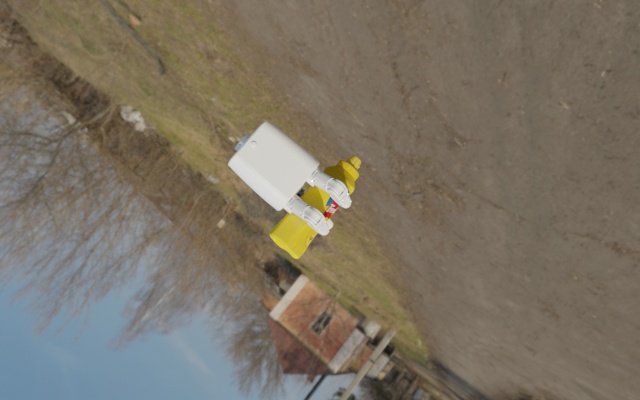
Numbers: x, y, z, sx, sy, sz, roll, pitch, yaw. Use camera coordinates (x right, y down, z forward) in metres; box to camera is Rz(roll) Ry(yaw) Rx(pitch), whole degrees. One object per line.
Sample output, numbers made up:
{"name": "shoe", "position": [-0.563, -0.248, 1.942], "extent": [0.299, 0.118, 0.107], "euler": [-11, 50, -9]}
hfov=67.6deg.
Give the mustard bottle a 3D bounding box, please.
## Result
{"name": "mustard bottle", "position": [0.000, 0.003, 0.774], "extent": [0.058, 0.191, 0.096], "euler": [36, -11, 17]}
